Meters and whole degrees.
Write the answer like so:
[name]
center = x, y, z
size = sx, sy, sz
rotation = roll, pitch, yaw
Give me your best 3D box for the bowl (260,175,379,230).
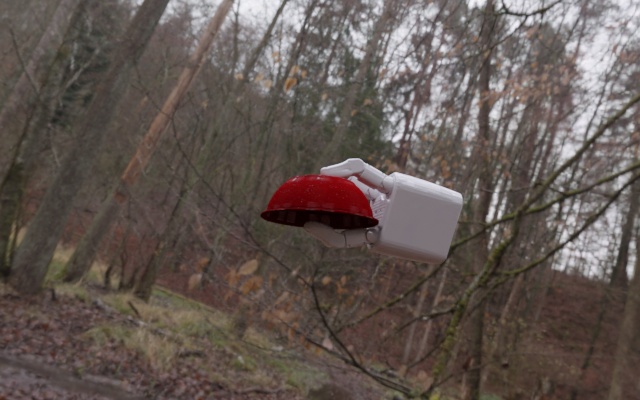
[bowl]
center = -0.001, 0.002, 0.653
size = 0.162, 0.055, 0.162
rotation = 3, -11, 1
